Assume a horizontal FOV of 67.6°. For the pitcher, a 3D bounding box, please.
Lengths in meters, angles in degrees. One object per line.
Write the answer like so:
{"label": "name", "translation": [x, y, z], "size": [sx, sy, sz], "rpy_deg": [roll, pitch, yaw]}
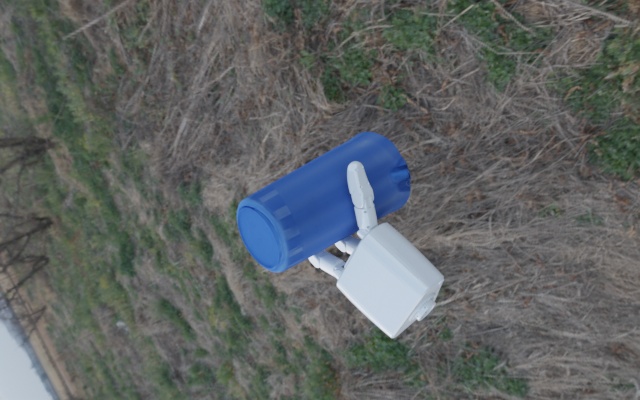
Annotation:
{"label": "pitcher", "translation": [0.000, 0.002, 0.689], "size": [0.242, 0.149, 0.145], "rpy_deg": [-28, 61, -35]}
